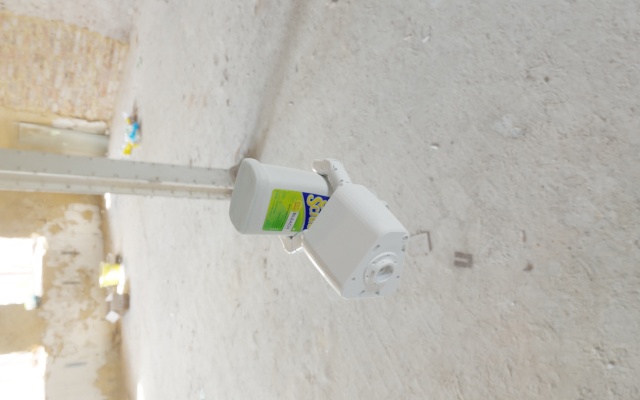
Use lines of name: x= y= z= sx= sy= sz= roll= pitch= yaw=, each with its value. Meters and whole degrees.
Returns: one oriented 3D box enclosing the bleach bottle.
bleach bottle: x=0.000 y=0.002 z=0.694 sx=0.251 sy=0.103 sz=0.068 roll=3 pitch=29 yaw=-33
